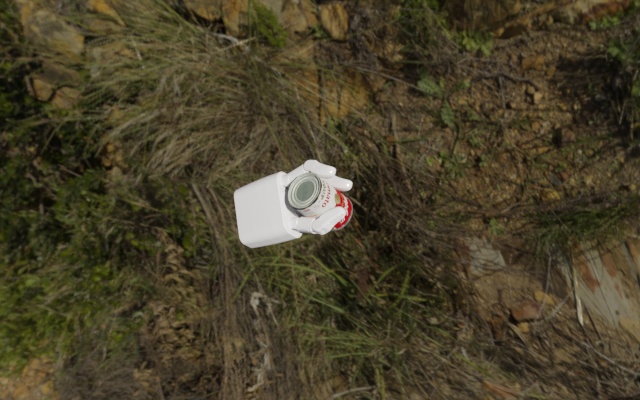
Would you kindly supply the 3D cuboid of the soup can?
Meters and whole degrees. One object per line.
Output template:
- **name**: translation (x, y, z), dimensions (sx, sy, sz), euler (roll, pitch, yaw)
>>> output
- **soup can**: translation (0.000, 0.002, 0.807), dimensions (0.068, 0.068, 0.102), euler (0, -23, 36)
